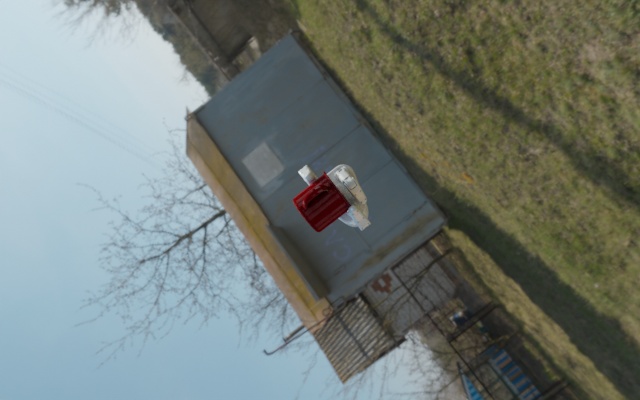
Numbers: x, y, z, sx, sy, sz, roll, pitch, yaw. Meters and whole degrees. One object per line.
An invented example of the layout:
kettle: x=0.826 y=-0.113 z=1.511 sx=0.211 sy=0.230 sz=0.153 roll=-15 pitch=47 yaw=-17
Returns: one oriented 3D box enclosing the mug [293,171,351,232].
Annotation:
mug: x=0.000 y=0.003 z=0.883 sx=0.081 sy=0.093 sz=0.117 roll=-38 pitch=-17 yaw=2
